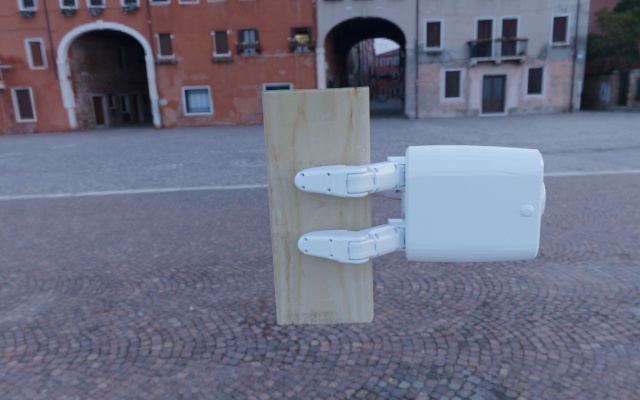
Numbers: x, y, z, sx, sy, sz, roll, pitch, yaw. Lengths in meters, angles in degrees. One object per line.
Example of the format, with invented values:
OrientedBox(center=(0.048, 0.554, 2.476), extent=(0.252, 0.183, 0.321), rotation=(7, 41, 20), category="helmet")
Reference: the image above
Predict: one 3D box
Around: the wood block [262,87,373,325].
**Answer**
OrientedBox(center=(0.000, 0.001, 0.449), extent=(0.090, 0.206, 0.091), rotation=(-2, 13, 1), category="wood block")
